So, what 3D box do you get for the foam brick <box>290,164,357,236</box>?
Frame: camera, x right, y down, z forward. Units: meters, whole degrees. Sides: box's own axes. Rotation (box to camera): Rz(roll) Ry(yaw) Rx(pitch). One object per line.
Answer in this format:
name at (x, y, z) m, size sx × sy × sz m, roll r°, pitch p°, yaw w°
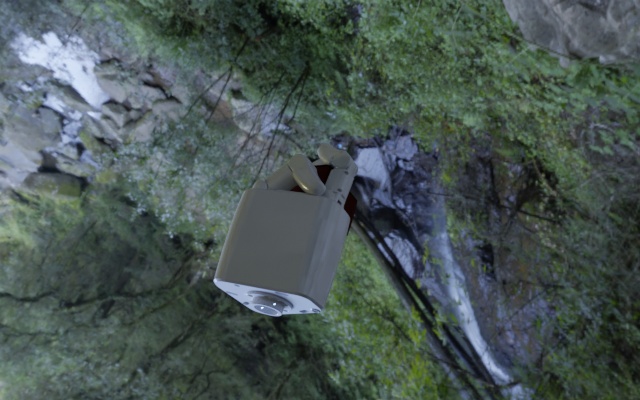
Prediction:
foam brick at (0.000, 0.002, 0.554) m, size 0.053 × 0.051 × 0.078 m, roll -3°, pitch -34°, yaw 31°
